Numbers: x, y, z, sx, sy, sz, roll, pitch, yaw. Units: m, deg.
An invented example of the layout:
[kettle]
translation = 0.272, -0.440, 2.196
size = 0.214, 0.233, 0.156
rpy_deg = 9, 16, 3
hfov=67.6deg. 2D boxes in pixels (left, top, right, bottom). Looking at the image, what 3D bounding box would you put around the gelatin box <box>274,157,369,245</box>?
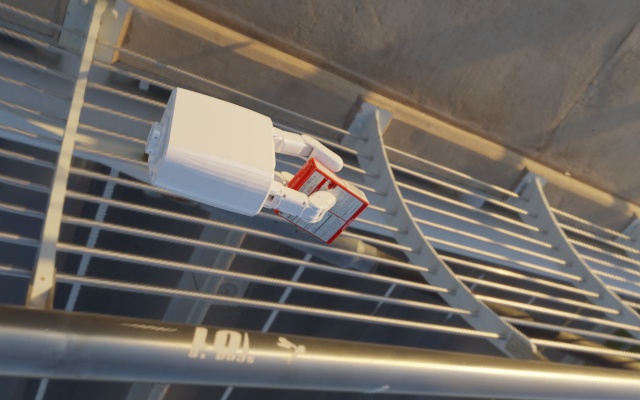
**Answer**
[gelatin box]
translation = 0.000, 0.002, 0.562
size = 0.089, 0.073, 0.030
rpy_deg = 32, 21, -28
